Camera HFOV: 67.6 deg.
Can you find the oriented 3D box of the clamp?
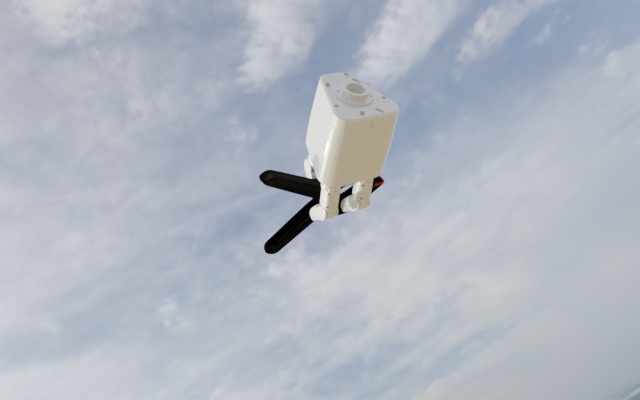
[{"bbox_3d":[0.000,0.002,0.729,0.210,0.165,0.036,-15,49,-26],"label":"clamp"}]
